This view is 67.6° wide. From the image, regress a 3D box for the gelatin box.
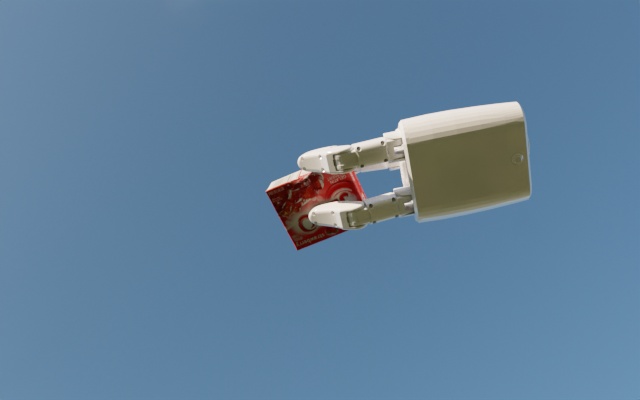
[{"bbox_3d":[0.000,0.002,0.489,0.089,0.073,0.030,-22,17,17],"label":"gelatin box"}]
